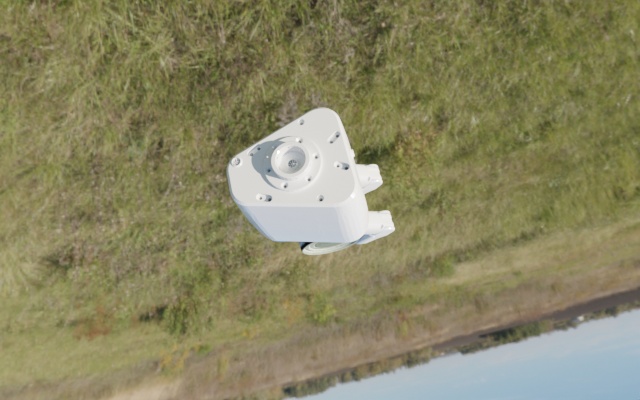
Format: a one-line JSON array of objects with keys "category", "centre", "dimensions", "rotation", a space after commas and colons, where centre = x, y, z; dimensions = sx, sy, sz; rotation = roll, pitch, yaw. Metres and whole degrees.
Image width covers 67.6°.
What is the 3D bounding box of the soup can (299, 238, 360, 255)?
[{"category": "soup can", "centre": [0.000, 0.002, 0.531], "dimensions": [0.068, 0.102, 0.068], "rotation": [-12, -20, -5]}]
